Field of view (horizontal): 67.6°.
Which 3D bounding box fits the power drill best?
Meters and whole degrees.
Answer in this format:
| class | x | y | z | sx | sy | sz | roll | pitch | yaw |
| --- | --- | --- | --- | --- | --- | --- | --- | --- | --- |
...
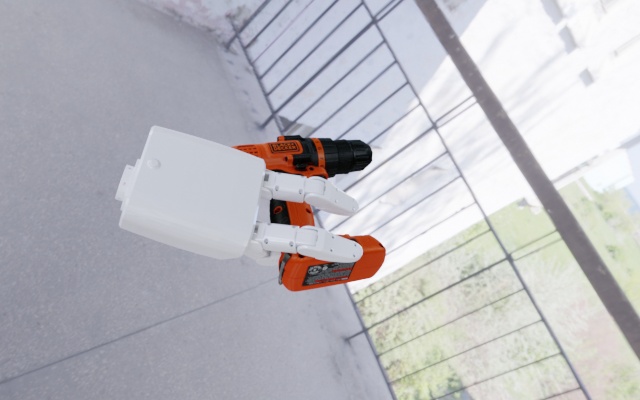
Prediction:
| class | x | y | z | sx | sy | sz | roll | pitch | yaw |
| --- | --- | --- | --- | --- | --- | --- | --- | --- | --- |
| power drill | 0.000 | 0.002 | 0.524 | 0.184 | 0.187 | 0.057 | -8 | -42 | -20 |
